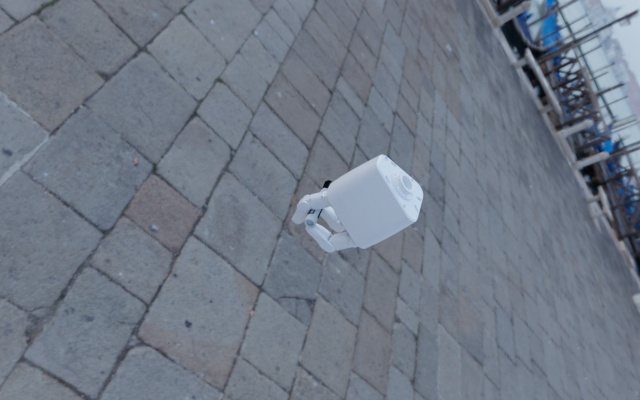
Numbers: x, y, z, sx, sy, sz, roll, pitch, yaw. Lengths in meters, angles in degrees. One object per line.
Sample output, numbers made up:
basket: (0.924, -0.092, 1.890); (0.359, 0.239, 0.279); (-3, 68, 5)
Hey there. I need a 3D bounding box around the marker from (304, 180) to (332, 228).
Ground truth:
marker: (0.000, 0.003, 0.814); (0.020, 0.020, 0.121); (0, 35, 21)
